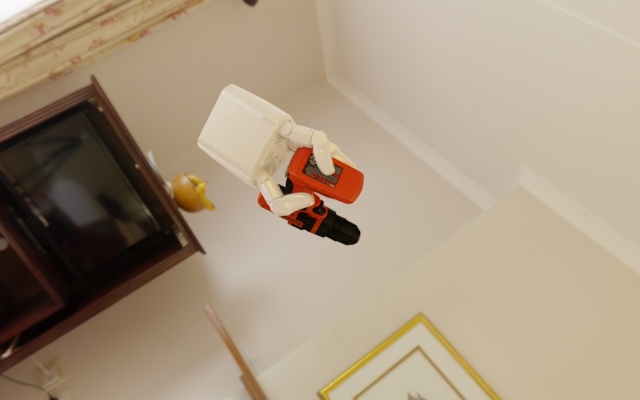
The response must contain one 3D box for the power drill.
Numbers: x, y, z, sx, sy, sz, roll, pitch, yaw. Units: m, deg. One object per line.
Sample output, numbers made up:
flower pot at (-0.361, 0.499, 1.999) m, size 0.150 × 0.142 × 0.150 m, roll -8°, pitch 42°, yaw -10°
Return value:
power drill at (0.000, 0.002, 0.732) m, size 0.184 × 0.057 × 0.188 m, roll 24°, pitch -26°, yaw -6°
